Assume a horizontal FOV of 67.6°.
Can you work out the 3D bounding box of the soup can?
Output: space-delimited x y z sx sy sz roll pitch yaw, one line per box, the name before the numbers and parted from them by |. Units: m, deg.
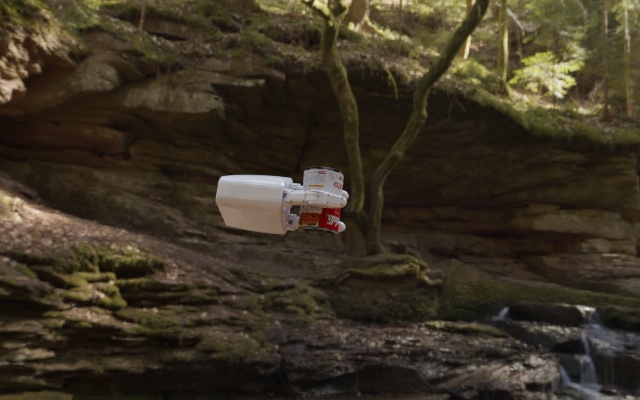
soup can | 0.001 0.002 0.784 0.068 0.102 0.068 6 -12 1
